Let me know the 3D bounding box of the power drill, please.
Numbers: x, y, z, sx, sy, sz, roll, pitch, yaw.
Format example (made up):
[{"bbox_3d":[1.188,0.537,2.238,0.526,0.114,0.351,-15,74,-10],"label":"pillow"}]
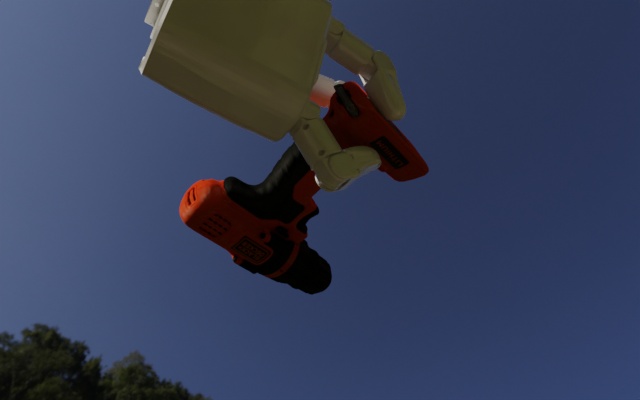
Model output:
[{"bbox_3d":[0.000,0.001,0.429,0.188,0.057,0.184,-40,-48,14],"label":"power drill"}]
